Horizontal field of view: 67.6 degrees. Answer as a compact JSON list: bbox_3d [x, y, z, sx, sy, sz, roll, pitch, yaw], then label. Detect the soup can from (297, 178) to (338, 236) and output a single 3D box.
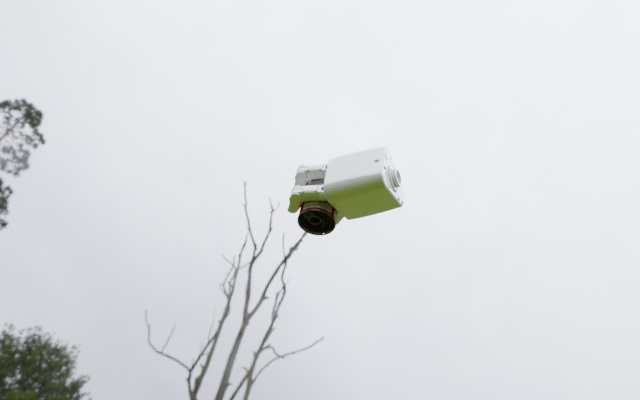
[{"bbox_3d":[0.000,0.003,0.864,0.068,0.102,0.069,6,-43,6],"label":"soup can"}]
